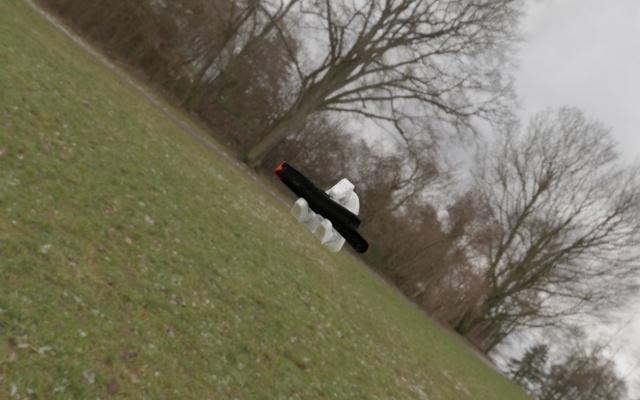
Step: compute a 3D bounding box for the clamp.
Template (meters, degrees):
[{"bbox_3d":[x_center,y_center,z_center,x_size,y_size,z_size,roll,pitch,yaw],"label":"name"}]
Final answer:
[{"bbox_3d":[0.000,0.002,0.805,0.210,0.036,0.165,42,-9,14],"label":"clamp"}]
